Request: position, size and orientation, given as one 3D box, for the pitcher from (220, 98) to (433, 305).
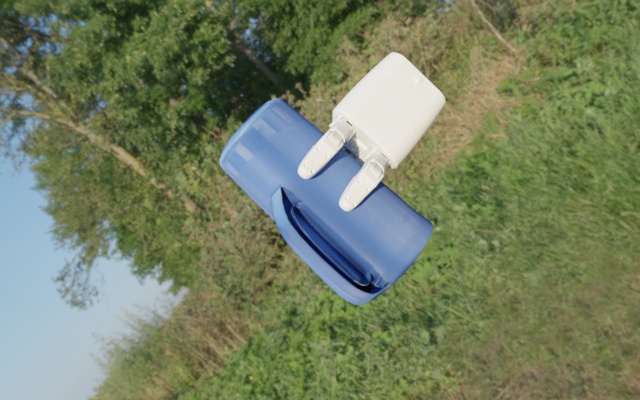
[{"bbox_3d":[0.000,0.002,0.557,0.243,0.145,0.149,42,-12,-4],"label":"pitcher"}]
